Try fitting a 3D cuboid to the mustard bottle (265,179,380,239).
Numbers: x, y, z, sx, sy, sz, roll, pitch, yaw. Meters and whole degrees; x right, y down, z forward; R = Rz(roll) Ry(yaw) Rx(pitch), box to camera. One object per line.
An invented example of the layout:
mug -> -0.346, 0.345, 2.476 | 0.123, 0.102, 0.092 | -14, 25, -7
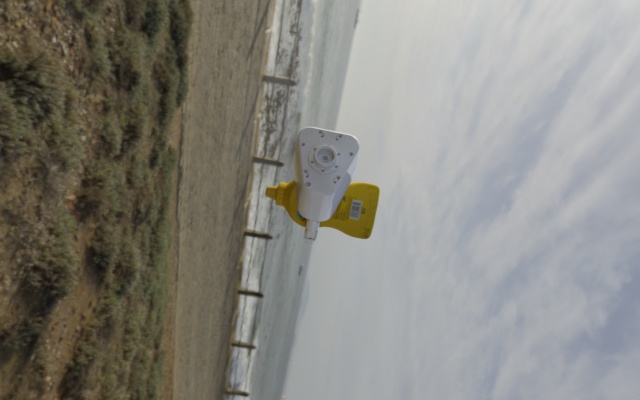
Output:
mustard bottle -> 0.000, 0.003, 0.823 | 0.191, 0.096, 0.058 | 11, 3, 0
